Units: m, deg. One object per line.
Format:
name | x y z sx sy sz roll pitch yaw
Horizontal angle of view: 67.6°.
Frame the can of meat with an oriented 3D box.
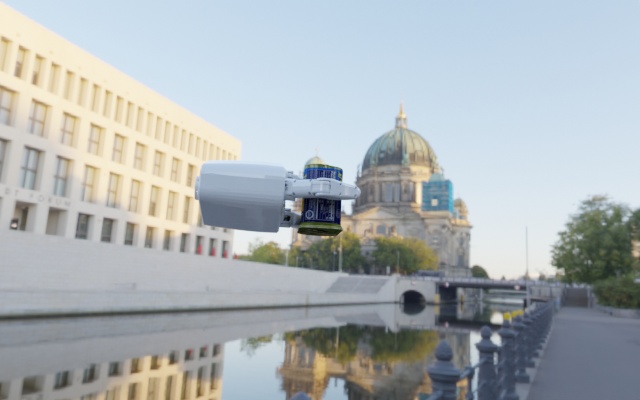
can of meat | 0.000 0.002 0.651 0.057 0.084 0.102 4 -10 -4
